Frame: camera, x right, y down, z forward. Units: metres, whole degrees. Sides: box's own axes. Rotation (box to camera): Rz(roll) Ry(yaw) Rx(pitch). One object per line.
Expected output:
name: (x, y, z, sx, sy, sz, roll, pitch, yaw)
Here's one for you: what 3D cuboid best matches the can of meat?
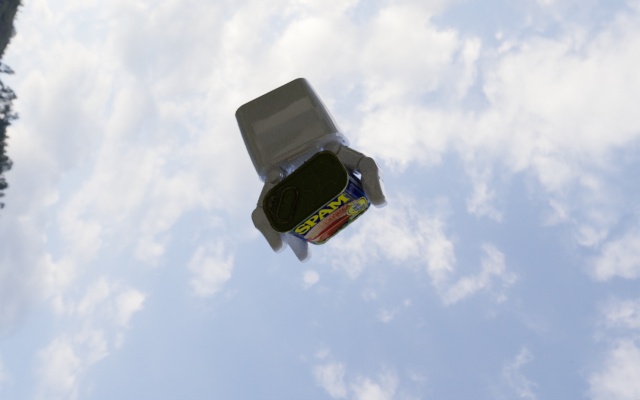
can of meat: (0.000, 0.002, 0.542, 0.102, 0.057, 0.084, -37, -29, 12)
